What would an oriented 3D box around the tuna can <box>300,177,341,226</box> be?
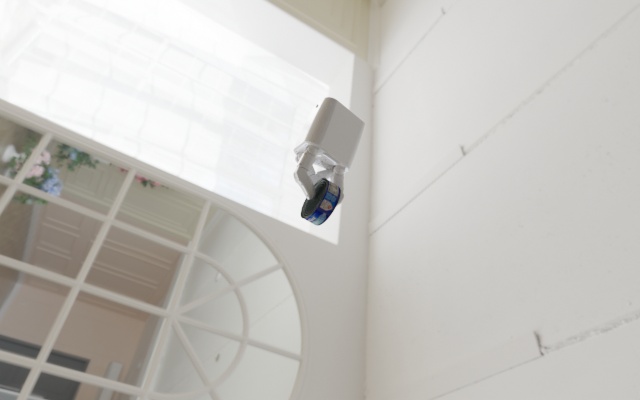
[{"bbox_3d":[0.001,0.003,0.877,0.034,0.086,0.086,30,-11,-18],"label":"tuna can"}]
